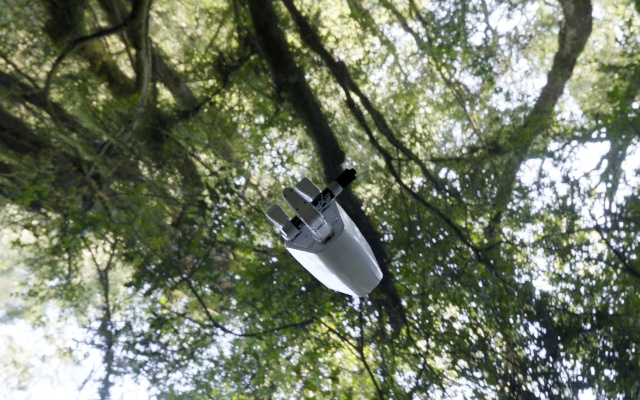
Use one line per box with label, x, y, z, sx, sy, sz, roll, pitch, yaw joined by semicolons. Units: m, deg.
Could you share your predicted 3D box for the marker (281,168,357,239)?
marker;0.000;0.002;0.610;0.121;0.020;0.020;-43;5;-5
